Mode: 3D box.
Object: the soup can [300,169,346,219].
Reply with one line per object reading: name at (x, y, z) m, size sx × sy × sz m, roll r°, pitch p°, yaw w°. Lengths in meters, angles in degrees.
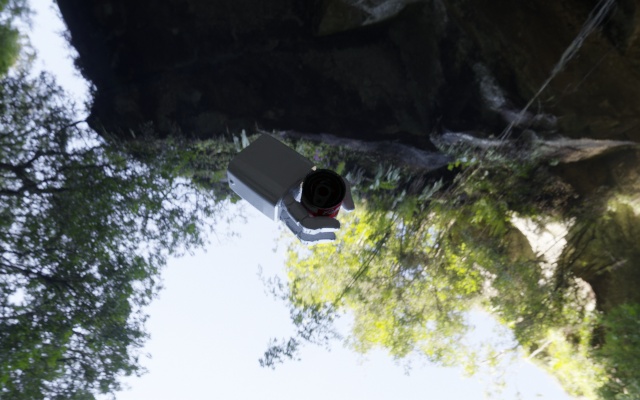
soup can at (0.001, 0.003, 0.770) m, size 0.068 × 0.068 × 0.102 m, roll 0°, pitch -25°, yaw -6°
